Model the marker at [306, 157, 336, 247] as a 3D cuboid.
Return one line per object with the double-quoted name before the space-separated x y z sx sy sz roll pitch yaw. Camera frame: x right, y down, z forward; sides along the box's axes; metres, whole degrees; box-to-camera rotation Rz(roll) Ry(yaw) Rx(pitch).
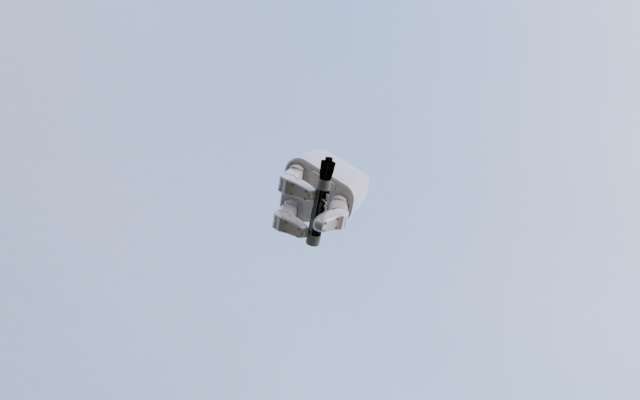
"marker" 0.000 0.002 0.617 0.020 0.121 0.020 10 20 -4
